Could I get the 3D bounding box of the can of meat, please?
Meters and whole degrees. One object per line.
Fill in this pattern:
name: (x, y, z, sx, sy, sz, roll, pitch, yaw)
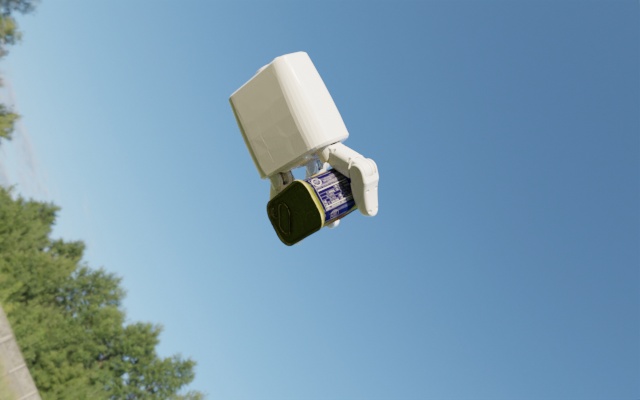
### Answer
can of meat: (0.000, 0.002, 0.537, 0.084, 0.057, 0.102, -25, -5, -35)
